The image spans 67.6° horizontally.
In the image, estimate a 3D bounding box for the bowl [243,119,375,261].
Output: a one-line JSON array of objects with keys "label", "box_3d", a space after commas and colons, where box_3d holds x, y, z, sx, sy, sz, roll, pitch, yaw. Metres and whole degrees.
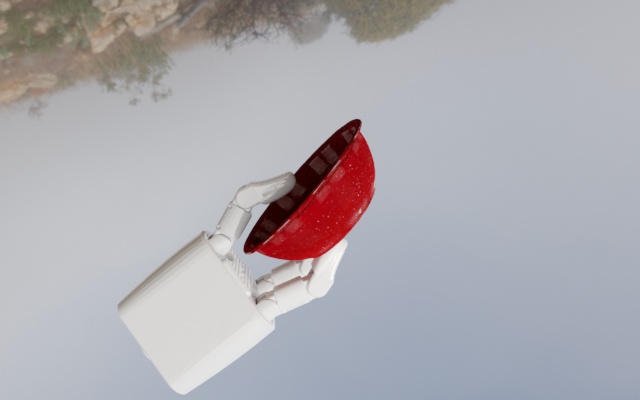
[{"label": "bowl", "box_3d": [0.001, 0.001, 0.446, 0.055, 0.162, 0.162, 40, -10, -11]}]
